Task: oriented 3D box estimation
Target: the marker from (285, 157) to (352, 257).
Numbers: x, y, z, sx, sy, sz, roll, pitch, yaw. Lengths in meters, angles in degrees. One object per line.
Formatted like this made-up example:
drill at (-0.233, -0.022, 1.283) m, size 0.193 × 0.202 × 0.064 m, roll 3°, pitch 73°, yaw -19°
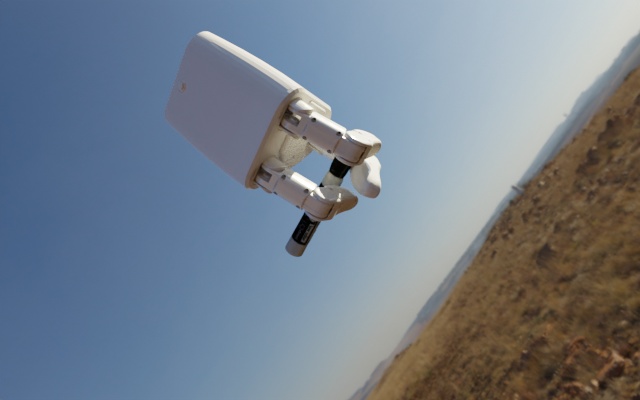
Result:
marker at (0.000, 0.001, 0.442) m, size 0.020 × 0.121 × 0.020 m, roll 23°, pitch 25°, yaw -12°
